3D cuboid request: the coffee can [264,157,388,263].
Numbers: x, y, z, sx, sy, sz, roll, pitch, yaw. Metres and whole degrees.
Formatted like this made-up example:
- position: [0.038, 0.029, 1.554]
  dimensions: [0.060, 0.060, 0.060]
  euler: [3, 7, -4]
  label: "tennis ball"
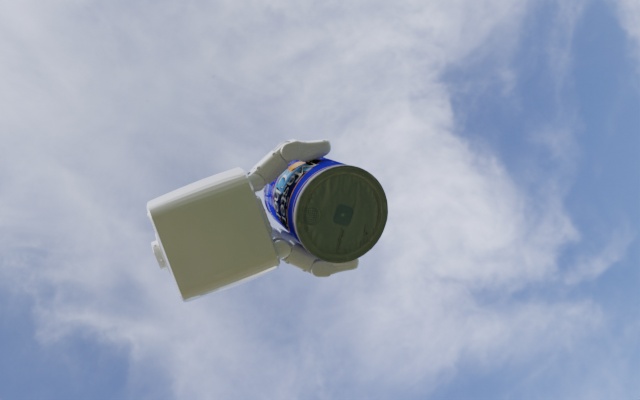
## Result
- position: [0.000, 0.002, 0.549]
  dimensions: [0.103, 0.103, 0.140]
  euler: [0, 11, -20]
  label: "coffee can"
